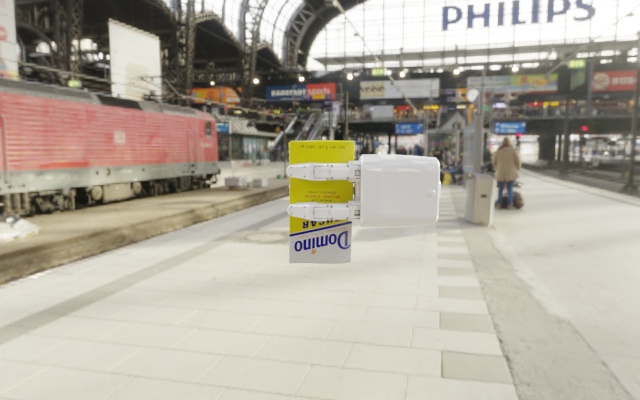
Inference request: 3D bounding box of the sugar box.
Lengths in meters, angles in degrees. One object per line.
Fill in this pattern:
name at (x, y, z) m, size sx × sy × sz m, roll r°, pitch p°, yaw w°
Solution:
sugar box at (0.000, 0.002, 0.690) m, size 0.093 × 0.176 × 0.048 m, roll 0°, pitch 6°, yaw -3°
